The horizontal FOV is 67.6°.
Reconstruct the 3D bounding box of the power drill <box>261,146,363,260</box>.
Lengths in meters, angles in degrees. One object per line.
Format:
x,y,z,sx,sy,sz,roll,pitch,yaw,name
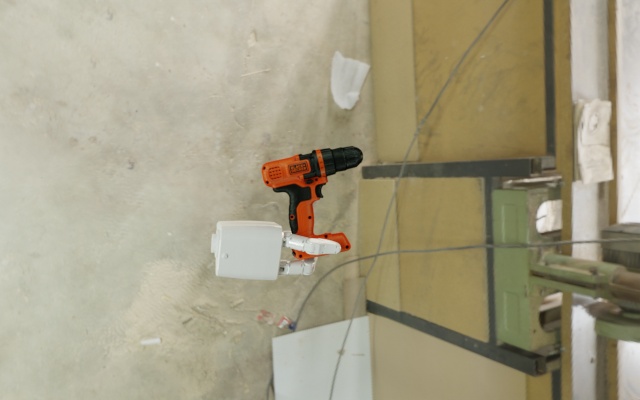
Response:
0.000,0.003,0.857,0.184,0.187,0.057,-12,0,0,power drill
